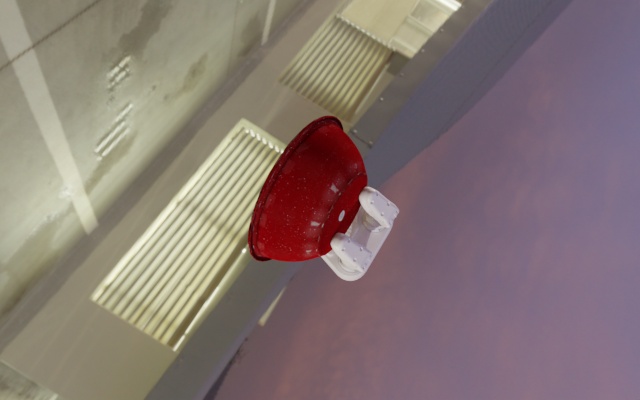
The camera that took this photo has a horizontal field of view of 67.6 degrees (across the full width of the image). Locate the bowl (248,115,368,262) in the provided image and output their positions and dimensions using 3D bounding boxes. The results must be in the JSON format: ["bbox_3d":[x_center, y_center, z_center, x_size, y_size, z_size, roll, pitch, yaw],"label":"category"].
[{"bbox_3d":[0.000,0.002,0.467,0.055,0.162,0.162,29,10,19],"label":"bowl"}]
